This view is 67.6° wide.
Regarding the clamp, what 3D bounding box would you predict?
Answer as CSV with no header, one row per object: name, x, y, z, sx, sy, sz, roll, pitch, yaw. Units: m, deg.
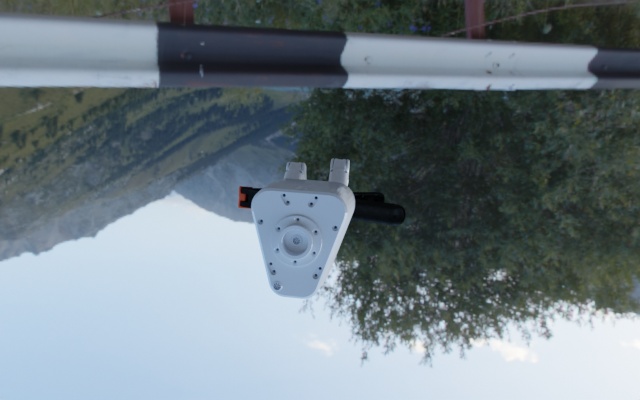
clamp,-0.001,0.003,0.629,0.210,0.036,0.164,5,5,5
